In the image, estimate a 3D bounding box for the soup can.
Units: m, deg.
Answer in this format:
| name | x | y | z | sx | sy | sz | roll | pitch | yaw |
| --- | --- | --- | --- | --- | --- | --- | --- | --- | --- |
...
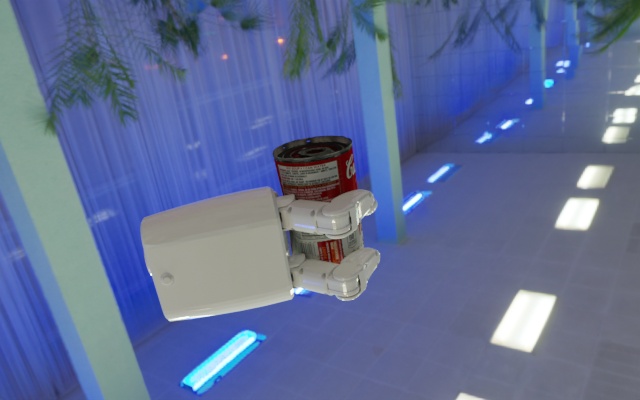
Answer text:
| name | x | y | z | sx | sy | sz | roll | pitch | yaw |
| --- | --- | --- | --- | --- | --- | --- | --- | --- | --- |
| soup can | 0.001 | 0.002 | 0.418 | 0.068 | 0.102 | 0.068 | -7 | 21 | 3 |
